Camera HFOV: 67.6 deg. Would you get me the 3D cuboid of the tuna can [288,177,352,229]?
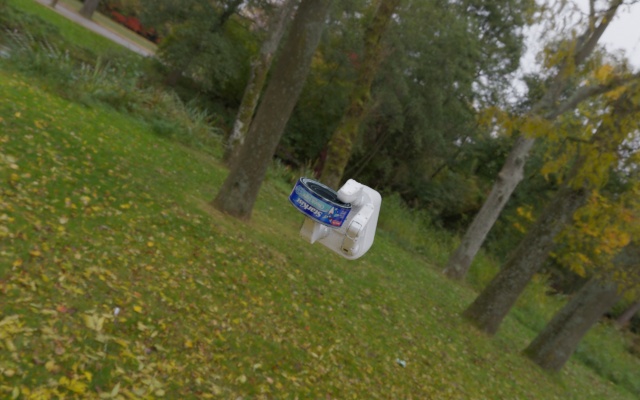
[{"bbox_3d":[0.000,0.002,0.666,0.086,0.034,0.086,28,13,-7],"label":"tuna can"}]
